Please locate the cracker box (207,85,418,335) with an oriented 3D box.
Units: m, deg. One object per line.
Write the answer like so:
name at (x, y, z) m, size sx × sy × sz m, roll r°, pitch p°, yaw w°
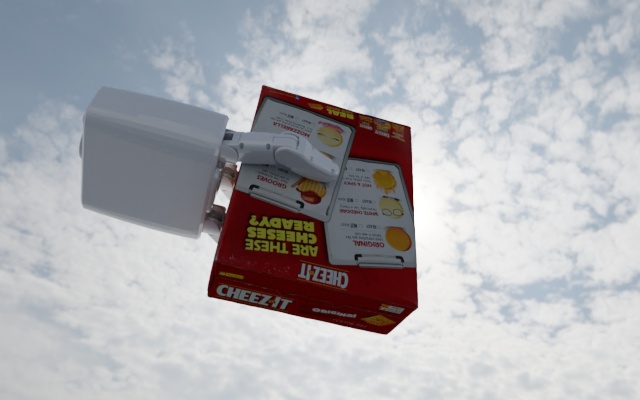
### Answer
cracker box at (0.000, 0.001, 0.448) m, size 0.164 × 0.213 × 0.072 m, roll 14°, pitch -40°, yaw -9°
